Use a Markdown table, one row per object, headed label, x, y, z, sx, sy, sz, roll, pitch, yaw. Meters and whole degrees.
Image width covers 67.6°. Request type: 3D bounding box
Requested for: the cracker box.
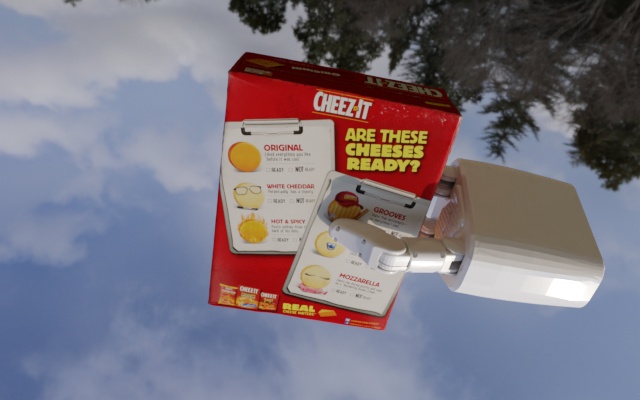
| label | x | y | z | sx | sy | sz | roll | pitch | yaw |
| --- | --- | --- | --- | --- | --- | --- | --- | --- | --- |
| cracker box | 0.000 | 0.002 | 0.401 | 0.164 | 0.214 | 0.072 | 10 | 30 | -4 |
